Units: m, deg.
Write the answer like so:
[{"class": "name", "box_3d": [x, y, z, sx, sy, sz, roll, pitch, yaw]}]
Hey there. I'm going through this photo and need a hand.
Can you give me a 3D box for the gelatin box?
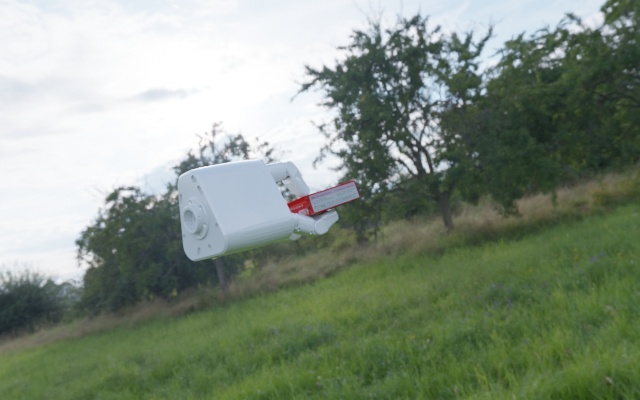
[{"class": "gelatin box", "box_3d": [0.000, 0.002, 0.680, 0.089, 0.030, 0.073, -20, 0, -34]}]
